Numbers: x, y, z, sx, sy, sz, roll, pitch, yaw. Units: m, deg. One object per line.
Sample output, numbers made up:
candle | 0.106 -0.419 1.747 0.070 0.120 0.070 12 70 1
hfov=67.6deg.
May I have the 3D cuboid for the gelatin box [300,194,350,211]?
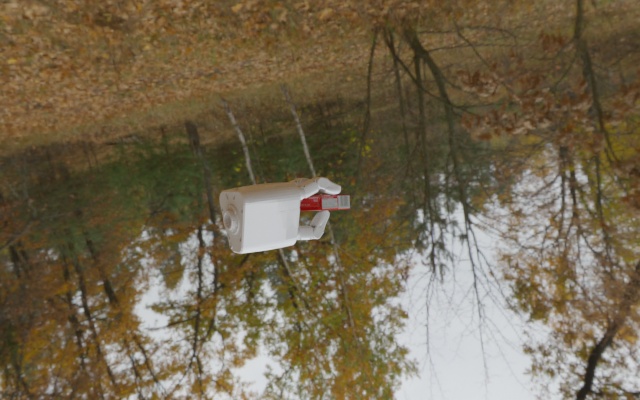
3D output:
gelatin box | 0.000 0.003 0.887 0.073 0.030 0.089 -1 1 40
